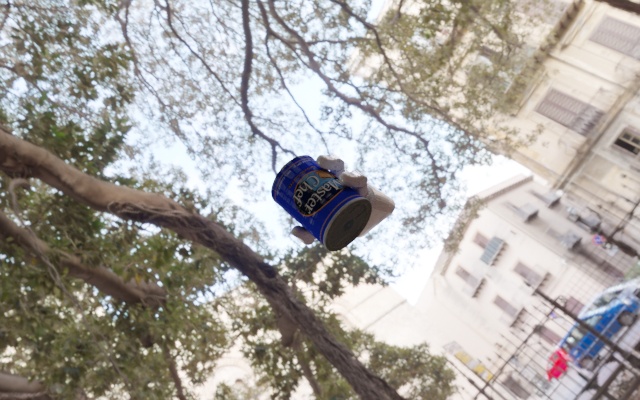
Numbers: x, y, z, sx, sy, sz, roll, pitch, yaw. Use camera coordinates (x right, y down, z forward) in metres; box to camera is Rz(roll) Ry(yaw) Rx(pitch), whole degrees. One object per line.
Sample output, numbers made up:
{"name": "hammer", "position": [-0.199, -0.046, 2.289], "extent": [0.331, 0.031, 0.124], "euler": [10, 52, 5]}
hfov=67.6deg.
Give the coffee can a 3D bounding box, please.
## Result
{"name": "coffee can", "position": [0.000, 0.003, 0.795], "extent": [0.140, 0.103, 0.103], "euler": [40, 23, 31]}
